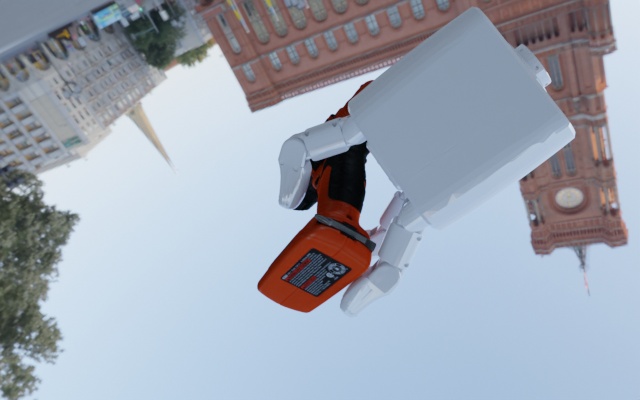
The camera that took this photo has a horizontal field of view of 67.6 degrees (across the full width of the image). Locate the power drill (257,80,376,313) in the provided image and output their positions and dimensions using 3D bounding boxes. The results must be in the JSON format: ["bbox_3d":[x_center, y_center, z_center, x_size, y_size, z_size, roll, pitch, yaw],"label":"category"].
[{"bbox_3d":[0.000,0.002,0.431,0.057,0.187,0.184,27,-44,-15],"label":"power drill"}]
